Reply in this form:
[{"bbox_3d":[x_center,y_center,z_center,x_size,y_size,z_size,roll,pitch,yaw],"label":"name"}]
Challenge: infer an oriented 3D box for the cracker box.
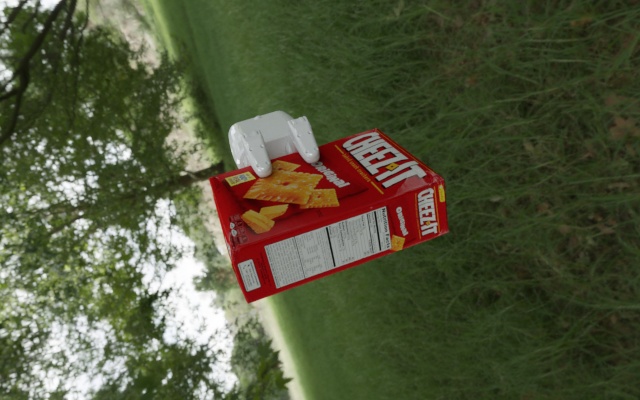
[{"bbox_3d":[0.000,0.002,0.510,0.213,0.072,0.164,-18,31,-10],"label":"cracker box"}]
